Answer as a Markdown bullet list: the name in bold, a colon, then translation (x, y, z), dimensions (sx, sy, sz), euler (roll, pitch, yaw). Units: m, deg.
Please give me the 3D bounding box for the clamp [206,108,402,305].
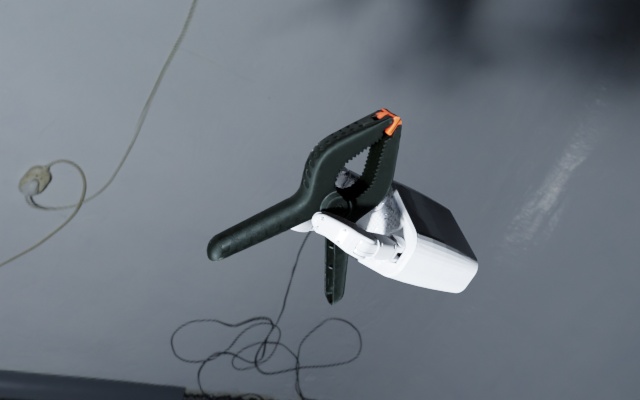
- **clamp**: translation (0.001, 0.001, 0.455), dimensions (0.164, 0.210, 0.036), euler (20, 18, -33)
